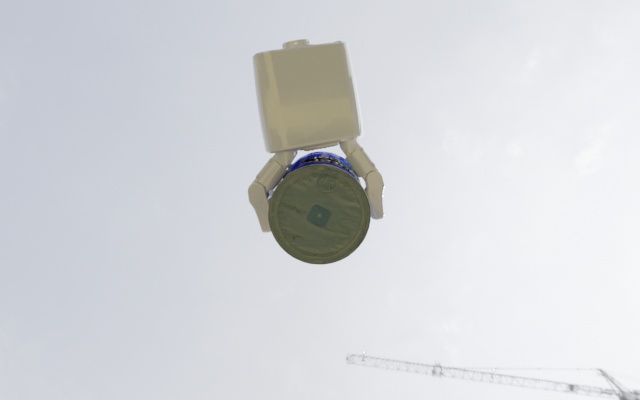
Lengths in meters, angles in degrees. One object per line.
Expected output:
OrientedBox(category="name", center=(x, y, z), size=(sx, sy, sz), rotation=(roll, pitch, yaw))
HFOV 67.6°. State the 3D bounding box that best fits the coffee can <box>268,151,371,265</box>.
OrientedBox(category="coffee can", center=(0.000, 0.002, 0.542), size=(0.103, 0.103, 0.140), rotation=(0, 11, 1))
